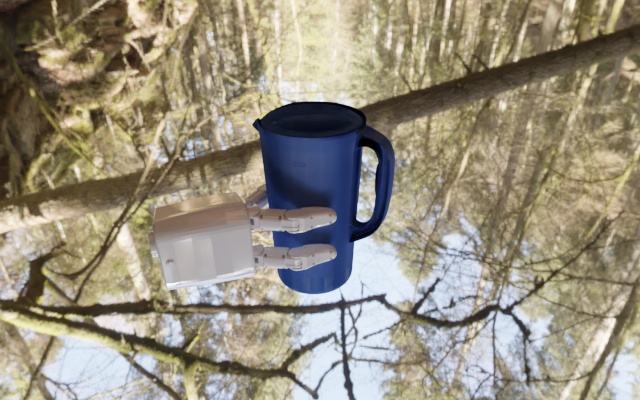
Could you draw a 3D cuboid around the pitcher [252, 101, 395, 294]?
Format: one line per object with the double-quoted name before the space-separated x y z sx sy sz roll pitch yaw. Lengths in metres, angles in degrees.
"pitcher" 0.000 0.002 0.626 0.145 0.243 0.149 -11 30 -18
